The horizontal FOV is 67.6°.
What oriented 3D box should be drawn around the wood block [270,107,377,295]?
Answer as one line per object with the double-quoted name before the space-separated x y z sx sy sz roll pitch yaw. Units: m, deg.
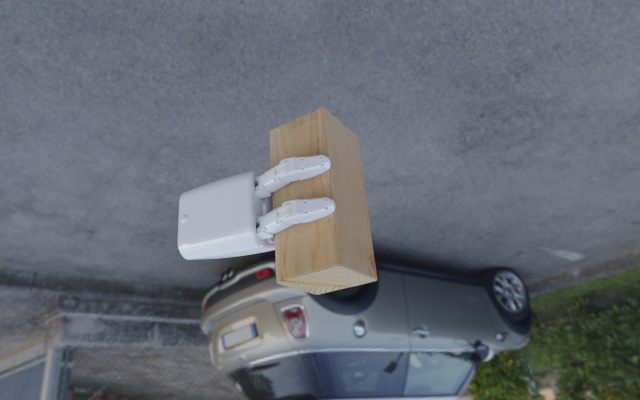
"wood block" 0.000 0.002 0.601 0.090 0.206 0.091 -19 -28 27
